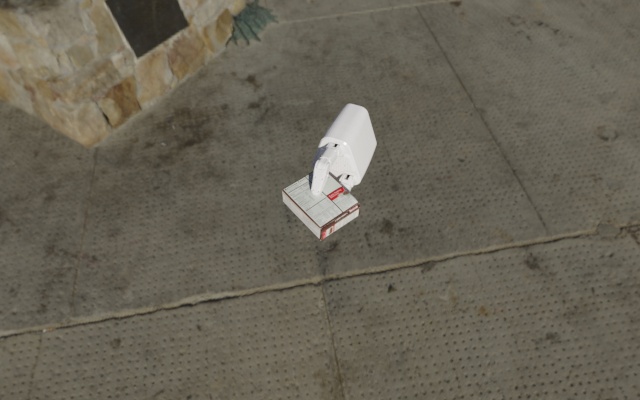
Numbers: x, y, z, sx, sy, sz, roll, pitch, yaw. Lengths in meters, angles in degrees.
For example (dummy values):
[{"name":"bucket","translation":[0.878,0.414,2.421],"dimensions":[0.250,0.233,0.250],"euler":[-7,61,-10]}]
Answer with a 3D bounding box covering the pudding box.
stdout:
[{"name":"pudding box","translation":[0.000,0.003,0.829],"dimensions":[0.090,0.039,0.113],"euler":[-33,56,-21]}]
